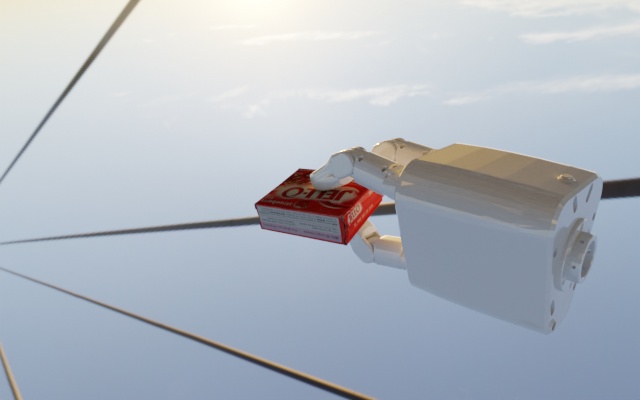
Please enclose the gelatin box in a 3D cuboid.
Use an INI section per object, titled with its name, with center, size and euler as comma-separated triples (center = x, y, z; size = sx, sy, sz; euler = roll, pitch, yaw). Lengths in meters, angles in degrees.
[gelatin box]
center = 0.000, 0.002, 0.417
size = 0.089, 0.030, 0.073
euler = 7, 32, 31
